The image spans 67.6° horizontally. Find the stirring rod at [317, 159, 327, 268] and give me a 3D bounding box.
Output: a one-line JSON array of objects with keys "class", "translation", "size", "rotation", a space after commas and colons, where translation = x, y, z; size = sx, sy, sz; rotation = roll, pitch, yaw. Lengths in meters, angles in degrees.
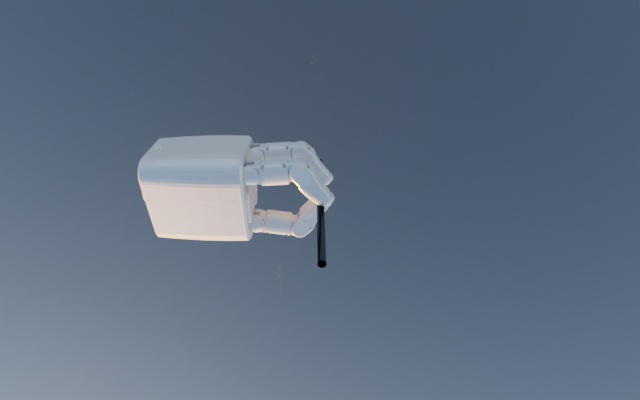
[{"class": "stirring rod", "translation": [0.000, 0.002, 0.516], "size": [0.011, 0.011, 0.239], "rotation": [0, 26, -1]}]
